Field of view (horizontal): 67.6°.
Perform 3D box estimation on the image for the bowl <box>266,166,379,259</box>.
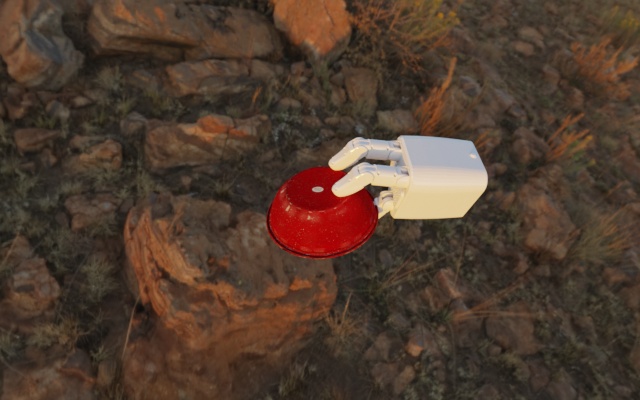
[{"bbox_3d":[-0.001,0.002,0.664,0.162,0.055,0.162,-4,44,4],"label":"bowl"}]
